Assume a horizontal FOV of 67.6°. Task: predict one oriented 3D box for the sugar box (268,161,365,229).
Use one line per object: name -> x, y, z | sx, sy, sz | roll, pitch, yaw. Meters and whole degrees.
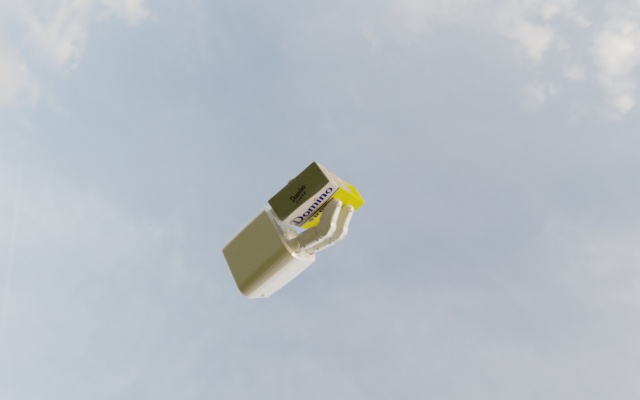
sugar box -> 0.000, 0.003, 0.741 | 0.093, 0.048, 0.176 | -40, -19, 11
